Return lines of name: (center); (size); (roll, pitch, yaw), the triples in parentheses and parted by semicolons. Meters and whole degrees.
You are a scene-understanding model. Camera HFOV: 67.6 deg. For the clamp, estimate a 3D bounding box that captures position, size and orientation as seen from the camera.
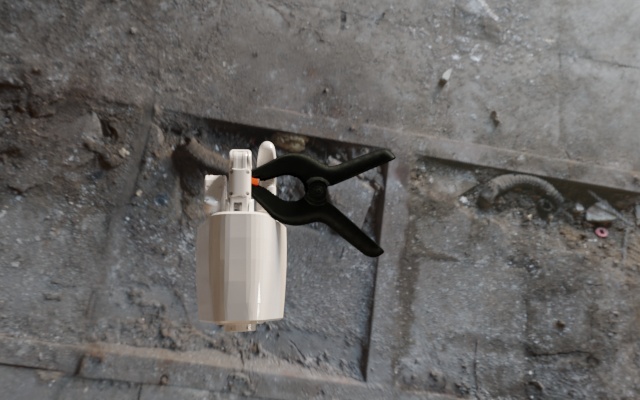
clamp: (0.000, 0.001, 0.519); (0.171, 0.120, 0.039); (0, -13, -7)
